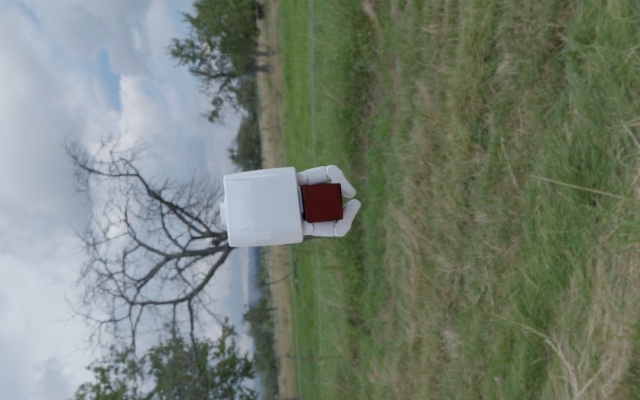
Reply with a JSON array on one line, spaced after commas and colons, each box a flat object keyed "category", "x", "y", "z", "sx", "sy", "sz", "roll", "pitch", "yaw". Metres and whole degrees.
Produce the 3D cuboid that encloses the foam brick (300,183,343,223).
[{"category": "foam brick", "x": 0.000, "y": 0.002, "z": 0.692, "sx": 0.051, "sy": 0.053, "sz": 0.078, "roll": -5, "pitch": 2, "yaw": -7}]
